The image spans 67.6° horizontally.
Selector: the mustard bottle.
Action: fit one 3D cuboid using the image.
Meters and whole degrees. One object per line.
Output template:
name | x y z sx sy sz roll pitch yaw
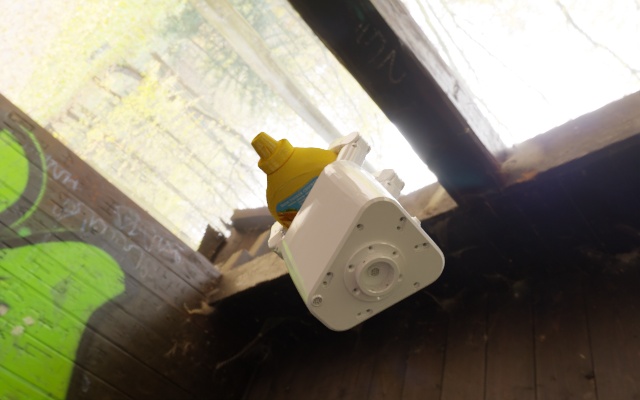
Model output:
mustard bottle | 0.000 0.002 0.501 0.096 0.192 0.058 -34 24 25
